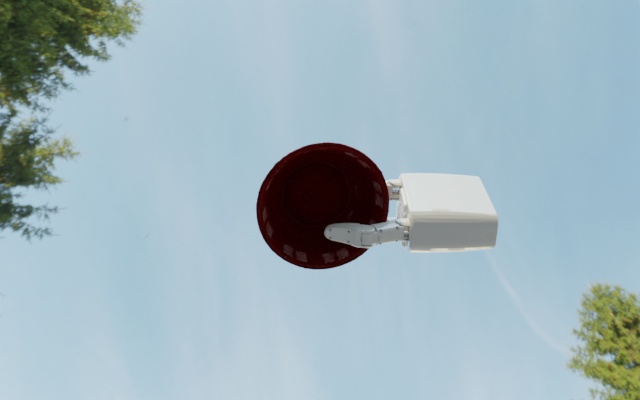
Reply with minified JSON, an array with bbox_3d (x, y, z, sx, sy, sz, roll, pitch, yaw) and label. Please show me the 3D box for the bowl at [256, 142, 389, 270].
[{"bbox_3d":[-0.001,0.001,0.590,0.162,0.162,0.055,0,20,-11],"label":"bowl"}]
